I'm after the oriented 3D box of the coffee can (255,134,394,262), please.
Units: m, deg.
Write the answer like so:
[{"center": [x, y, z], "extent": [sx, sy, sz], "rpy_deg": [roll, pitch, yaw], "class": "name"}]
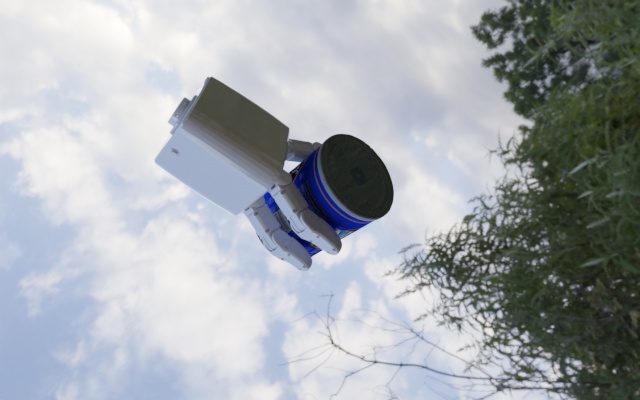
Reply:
[{"center": [0.000, 0.002, 0.556], "extent": [0.103, 0.102, 0.140], "rpy_deg": [0, -25, -41], "class": "coffee can"}]
